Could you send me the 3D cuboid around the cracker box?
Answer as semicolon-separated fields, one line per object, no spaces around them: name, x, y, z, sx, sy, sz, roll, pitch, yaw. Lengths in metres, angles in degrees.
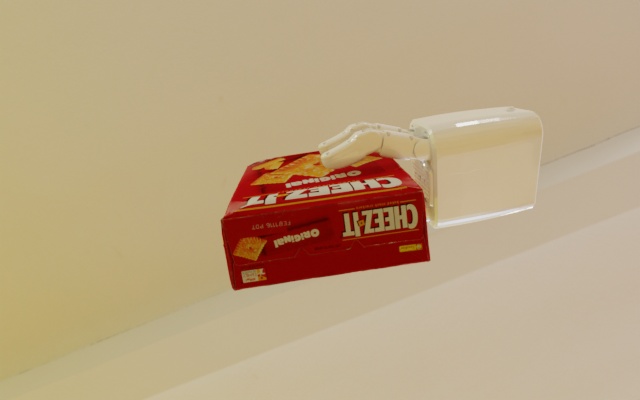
cracker box;0.000;0.002;0.476;0.164;0.072;0.213;-9;16;0
